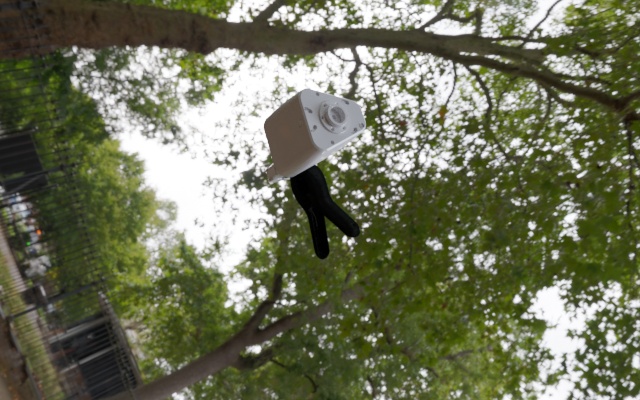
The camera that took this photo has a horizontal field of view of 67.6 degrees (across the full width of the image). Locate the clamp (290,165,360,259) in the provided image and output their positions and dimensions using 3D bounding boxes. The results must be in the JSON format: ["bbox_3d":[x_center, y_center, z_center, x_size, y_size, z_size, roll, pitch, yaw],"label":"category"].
[{"bbox_3d":[0.000,0.002,0.744,0.039,0.171,0.120,-21,-4,-40],"label":"clamp"}]
